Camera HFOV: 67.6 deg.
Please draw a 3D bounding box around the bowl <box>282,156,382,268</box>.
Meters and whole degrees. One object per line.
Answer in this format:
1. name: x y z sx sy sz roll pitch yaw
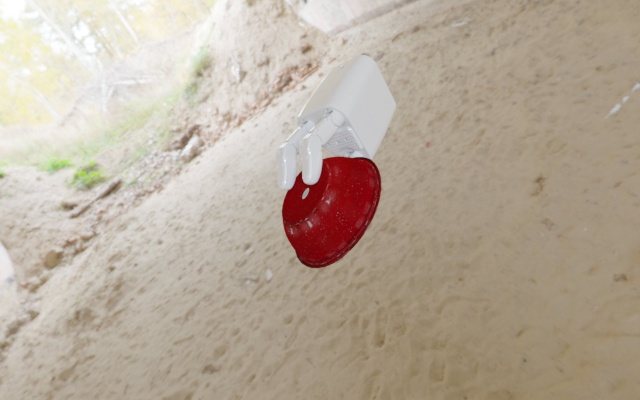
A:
1. bowl: 0.000 0.003 0.606 0.055 0.162 0.162 32 -17 -30
